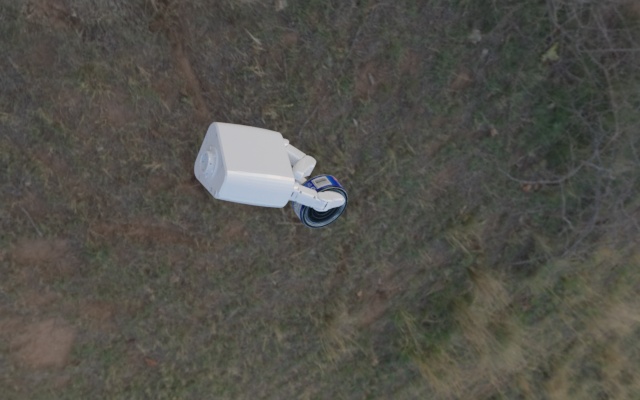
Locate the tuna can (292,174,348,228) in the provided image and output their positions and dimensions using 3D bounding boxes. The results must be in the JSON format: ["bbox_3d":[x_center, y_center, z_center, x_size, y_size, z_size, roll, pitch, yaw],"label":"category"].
[{"bbox_3d":[0.000,0.003,0.757,0.086,0.086,0.033,0,37,-36],"label":"tuna can"}]
